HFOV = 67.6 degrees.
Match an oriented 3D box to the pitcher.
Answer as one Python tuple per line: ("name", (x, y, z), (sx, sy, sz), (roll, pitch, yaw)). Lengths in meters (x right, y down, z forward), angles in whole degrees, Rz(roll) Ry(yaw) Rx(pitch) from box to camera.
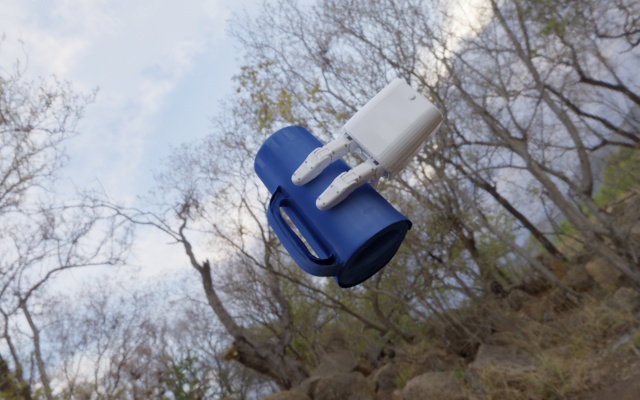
("pitcher", (0.000, 0.002, 0.697), (0.242, 0.145, 0.149), (47, 4, 27))
